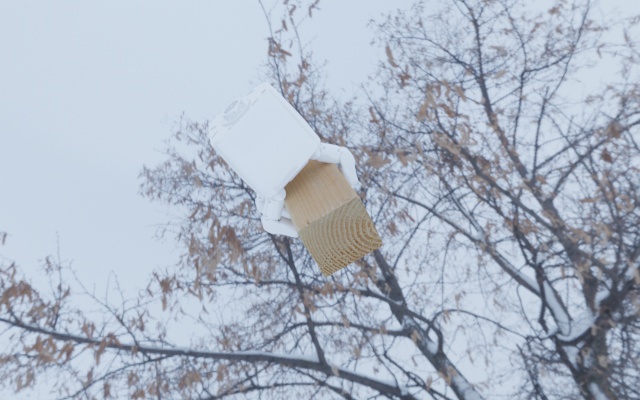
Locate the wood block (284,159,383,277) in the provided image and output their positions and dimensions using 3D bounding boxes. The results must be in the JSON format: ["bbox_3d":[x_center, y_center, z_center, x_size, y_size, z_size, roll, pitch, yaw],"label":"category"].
[{"bbox_3d":[0.000,0.002,0.691,0.091,0.090,0.206,-30,32,0],"label":"wood block"}]
